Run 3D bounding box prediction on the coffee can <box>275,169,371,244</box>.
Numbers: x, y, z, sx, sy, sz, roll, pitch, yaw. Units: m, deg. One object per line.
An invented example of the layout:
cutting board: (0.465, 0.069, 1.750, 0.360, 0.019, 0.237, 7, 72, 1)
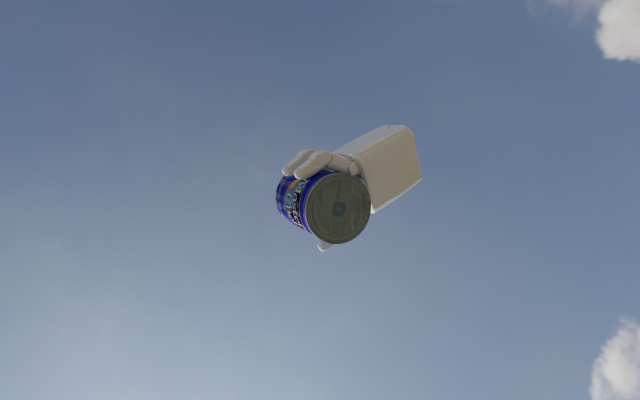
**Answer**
coffee can: (0.000, 0.003, 0.738, 0.103, 0.103, 0.140, 0, 8, -23)
